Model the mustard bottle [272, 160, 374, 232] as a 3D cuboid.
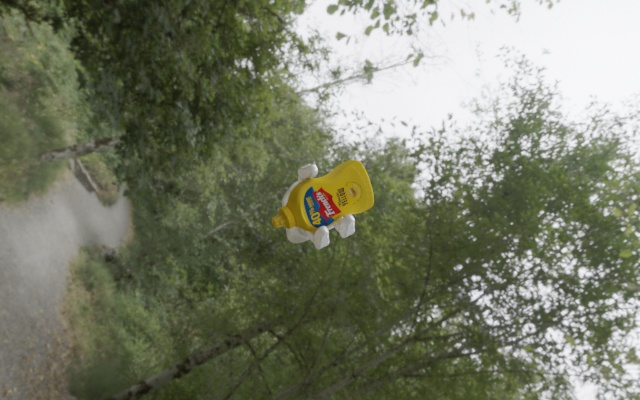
[{"bbox_3d":[0.000,0.003,0.863,0.191,0.096,0.058,-24,20,-19],"label":"mustard bottle"}]
